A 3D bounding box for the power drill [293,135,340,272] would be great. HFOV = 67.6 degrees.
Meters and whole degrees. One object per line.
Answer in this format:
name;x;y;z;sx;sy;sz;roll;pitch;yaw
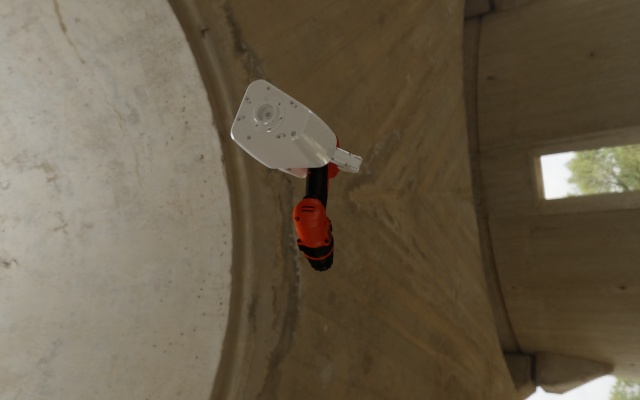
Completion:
power drill;0.000;0.002;0.762;0.057;0.187;0.185;0;-31;6
